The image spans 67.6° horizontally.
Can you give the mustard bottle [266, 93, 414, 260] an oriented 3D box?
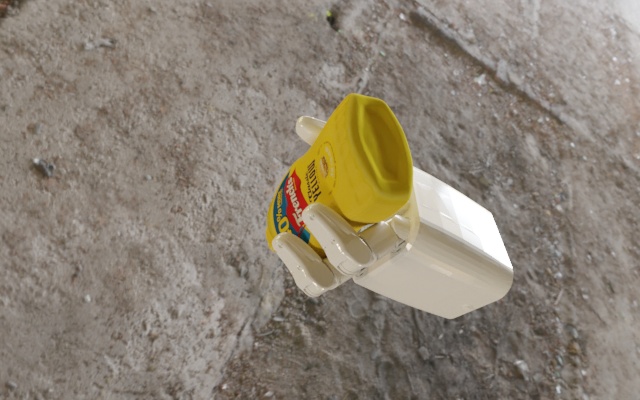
[{"bbox_3d":[0.000,0.001,0.418,0.058,0.096,0.192,4,-30,-30],"label":"mustard bottle"}]
